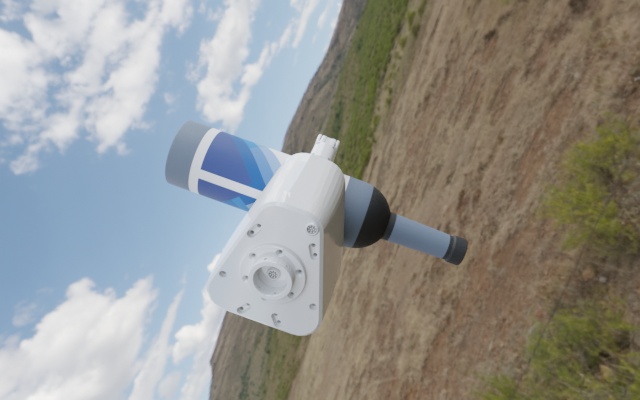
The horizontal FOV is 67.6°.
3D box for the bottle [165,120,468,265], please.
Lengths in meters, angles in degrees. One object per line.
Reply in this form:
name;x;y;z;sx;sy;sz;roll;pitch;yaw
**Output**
bottle;0.000;0.001;0.470;0.296;0.069;0.069;20;0;1
